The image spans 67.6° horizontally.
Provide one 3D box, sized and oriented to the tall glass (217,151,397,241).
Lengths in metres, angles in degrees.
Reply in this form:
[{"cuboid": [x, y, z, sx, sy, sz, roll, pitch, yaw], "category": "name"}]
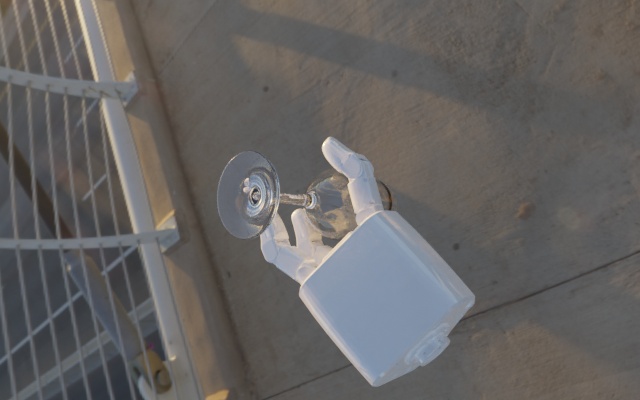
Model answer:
[{"cuboid": [0.000, 0.001, 0.474, 0.079, 0.079, 0.201, 0, -3, 38], "category": "tall glass"}]
